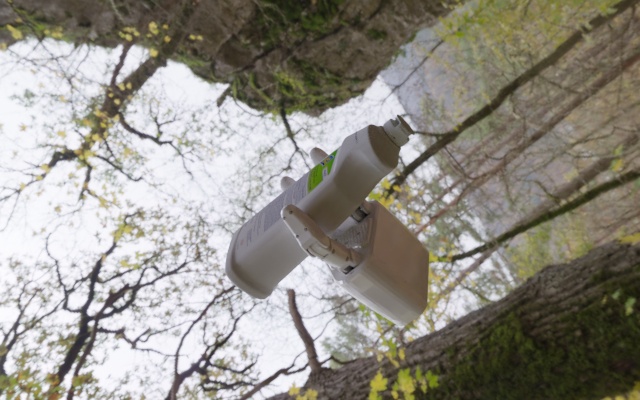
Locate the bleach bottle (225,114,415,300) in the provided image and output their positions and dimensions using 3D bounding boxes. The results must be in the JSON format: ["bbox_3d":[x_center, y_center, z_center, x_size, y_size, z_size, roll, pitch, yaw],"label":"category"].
[{"bbox_3d":[0.000,0.002,0.532,0.068,0.251,0.102,39,24,-23],"label":"bleach bottle"}]
